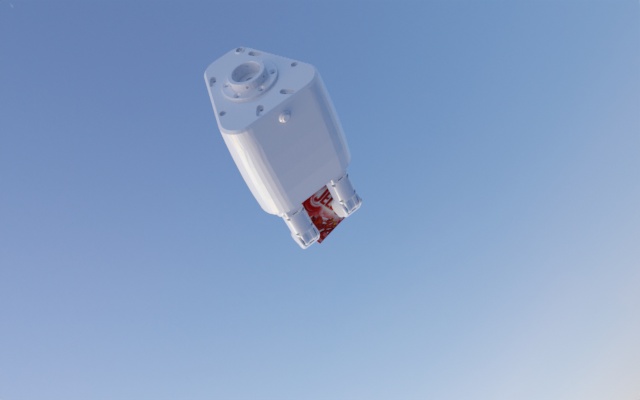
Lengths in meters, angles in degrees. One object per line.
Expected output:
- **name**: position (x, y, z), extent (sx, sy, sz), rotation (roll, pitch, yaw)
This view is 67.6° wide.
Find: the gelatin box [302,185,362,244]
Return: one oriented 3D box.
- **gelatin box**: position (0.000, 0.002, 0.537), extent (0.030, 0.073, 0.089), rotation (44, -1, 34)
